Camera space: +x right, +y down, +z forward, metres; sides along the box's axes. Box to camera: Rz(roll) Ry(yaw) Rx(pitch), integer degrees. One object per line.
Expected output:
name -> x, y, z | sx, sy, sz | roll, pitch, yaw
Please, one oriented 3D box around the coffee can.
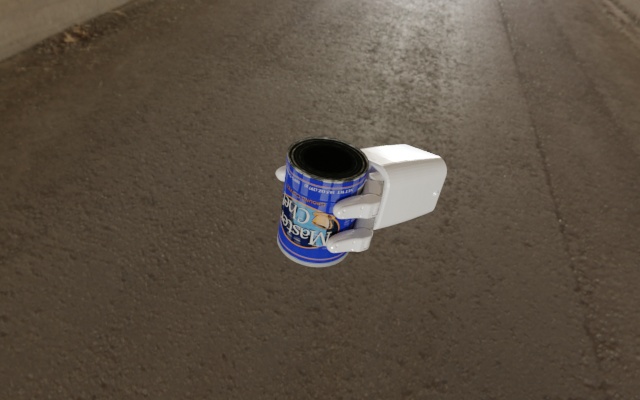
coffee can -> 0.000, 0.002, 0.626 | 0.103, 0.140, 0.102 | 6, 37, -5
